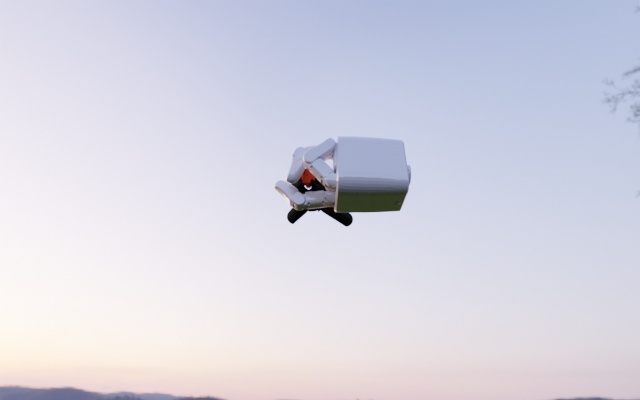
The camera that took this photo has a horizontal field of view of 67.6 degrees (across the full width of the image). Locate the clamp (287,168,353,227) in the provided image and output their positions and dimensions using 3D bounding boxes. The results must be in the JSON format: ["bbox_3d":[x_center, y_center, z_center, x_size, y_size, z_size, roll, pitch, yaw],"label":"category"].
[{"bbox_3d":[0.000,0.002,0.812,0.120,0.039,0.171,1,-25,-1],"label":"clamp"}]
